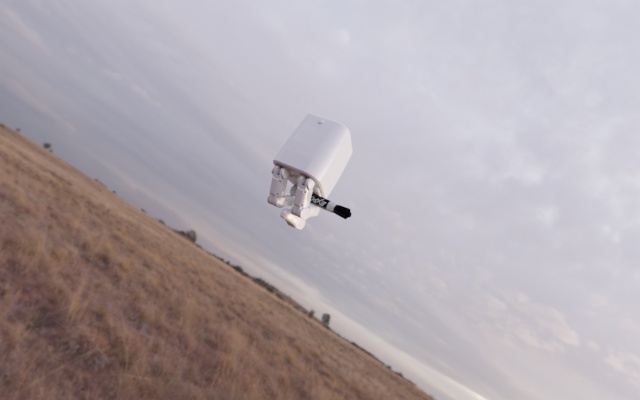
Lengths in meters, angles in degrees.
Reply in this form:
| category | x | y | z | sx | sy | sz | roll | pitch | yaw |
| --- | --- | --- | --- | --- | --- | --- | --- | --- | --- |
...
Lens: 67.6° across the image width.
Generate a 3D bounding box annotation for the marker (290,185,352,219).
| category | x | y | z | sx | sy | sz | roll | pitch | yaw |
| --- | --- | --- | --- | --- | --- | --- | --- | --- | --- |
| marker | 0.000 | 0.003 | 0.795 | 0.121 | 0.020 | 0.020 | 24 | 13 | 31 |
